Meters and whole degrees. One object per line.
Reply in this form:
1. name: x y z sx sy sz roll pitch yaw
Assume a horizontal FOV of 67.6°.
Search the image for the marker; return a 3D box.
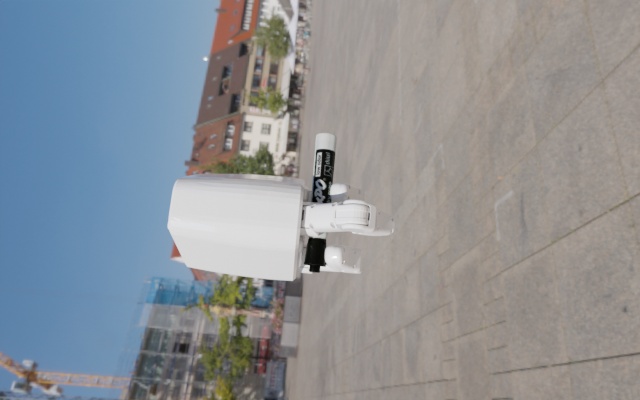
1. marker: 0.000 0.001 0.412 0.020 0.121 0.020 5 -12 1
